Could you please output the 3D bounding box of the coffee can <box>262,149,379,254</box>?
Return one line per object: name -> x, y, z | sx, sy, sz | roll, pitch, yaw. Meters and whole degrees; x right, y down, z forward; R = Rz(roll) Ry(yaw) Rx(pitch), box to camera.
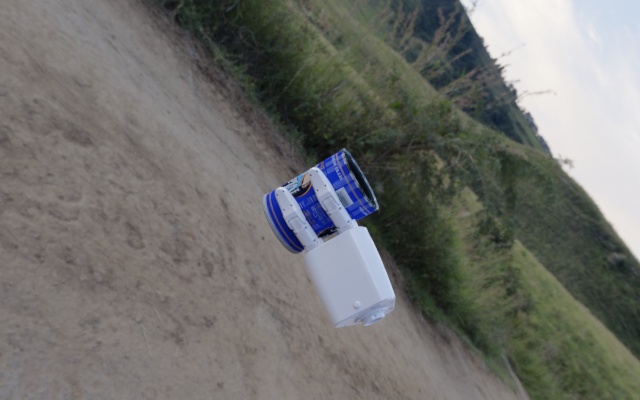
coffee can -> 0.000, 0.002, 0.708 | 0.140, 0.103, 0.103 | -30, -7, 13
